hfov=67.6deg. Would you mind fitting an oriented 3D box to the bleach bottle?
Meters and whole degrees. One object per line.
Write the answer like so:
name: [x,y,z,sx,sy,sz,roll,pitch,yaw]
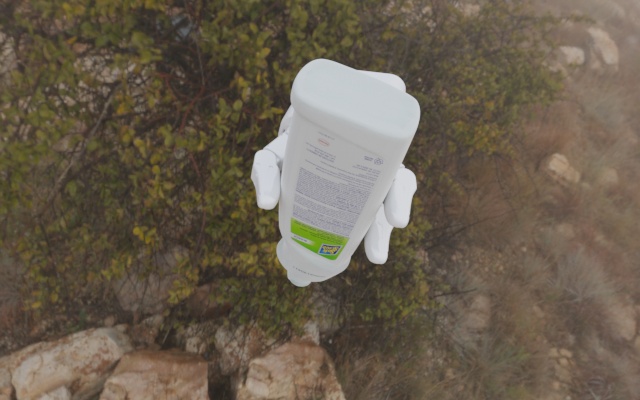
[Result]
bleach bottle: [0.000,0.002,0.447,0.102,0.068,0.251,23,-43,1]
